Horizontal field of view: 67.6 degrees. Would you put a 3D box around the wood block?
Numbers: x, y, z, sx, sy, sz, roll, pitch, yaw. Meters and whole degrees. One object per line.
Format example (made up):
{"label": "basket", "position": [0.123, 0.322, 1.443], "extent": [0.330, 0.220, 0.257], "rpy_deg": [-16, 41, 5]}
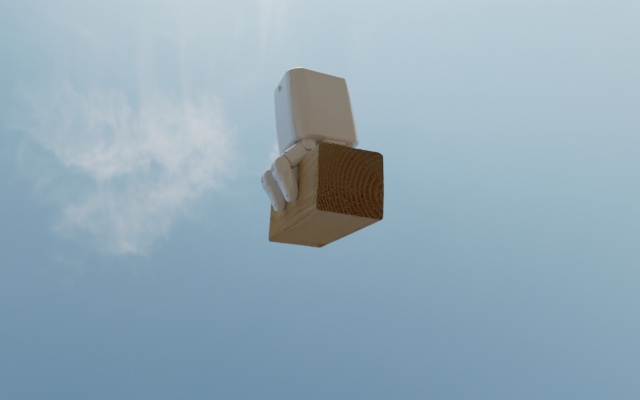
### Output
{"label": "wood block", "position": [0.000, 0.002, 0.671], "extent": [0.091, 0.090, 0.206], "rpy_deg": [8, -17, -20]}
